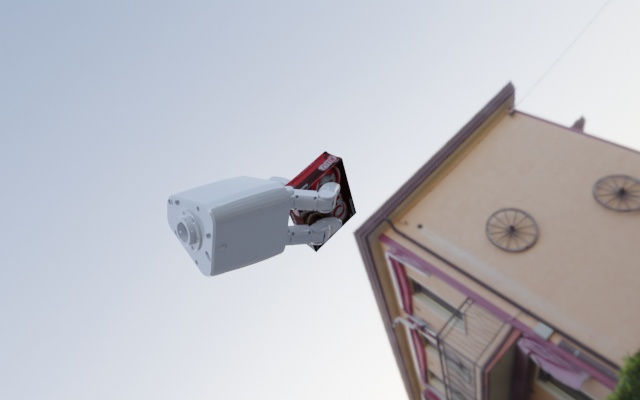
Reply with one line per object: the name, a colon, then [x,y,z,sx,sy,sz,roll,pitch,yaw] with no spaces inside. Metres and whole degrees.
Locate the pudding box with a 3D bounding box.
pudding box: [0.000,0.002,0.660,0.039,0.114,0.090,31,62,36]
